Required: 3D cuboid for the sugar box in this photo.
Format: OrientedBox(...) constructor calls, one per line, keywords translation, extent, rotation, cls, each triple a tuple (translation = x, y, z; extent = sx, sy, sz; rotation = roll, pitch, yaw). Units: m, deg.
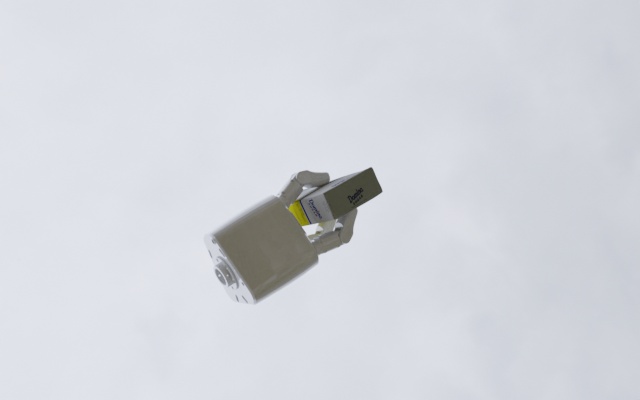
OrientedBox(translation=(0.000, 0.003, 0.699), extent=(0.093, 0.048, 0.176), rotation=(-29, 10, -31), cls="sugar box")
